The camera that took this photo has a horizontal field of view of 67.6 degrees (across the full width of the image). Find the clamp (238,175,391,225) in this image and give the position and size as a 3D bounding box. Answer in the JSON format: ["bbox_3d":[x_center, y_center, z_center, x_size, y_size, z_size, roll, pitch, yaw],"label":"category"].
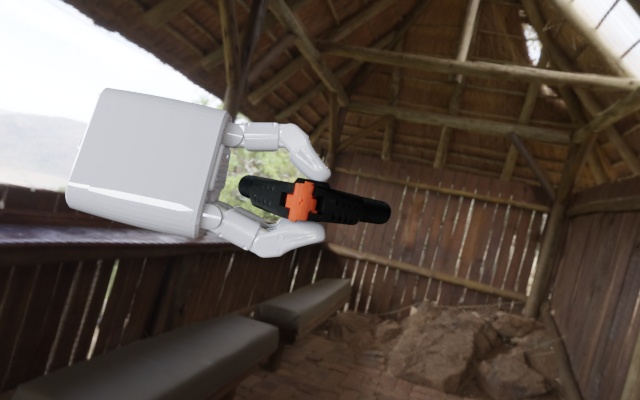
[{"bbox_3d":[0.000,0.001,0.426,0.164,0.036,0.210,10,1,-5],"label":"clamp"}]
